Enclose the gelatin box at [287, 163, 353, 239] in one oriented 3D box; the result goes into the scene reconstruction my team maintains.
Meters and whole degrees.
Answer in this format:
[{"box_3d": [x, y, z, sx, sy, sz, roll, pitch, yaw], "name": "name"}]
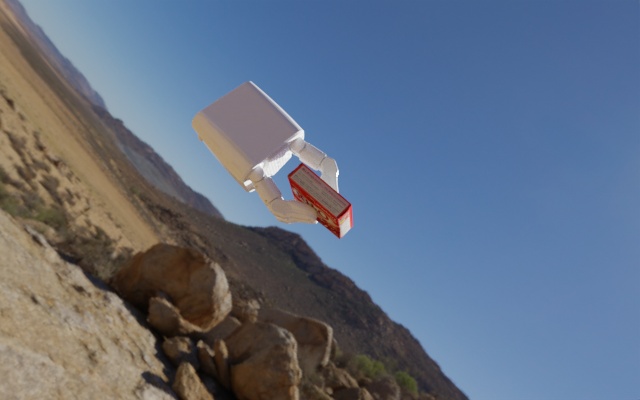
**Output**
[{"box_3d": [0.001, 0.002, 0.615, 0.089, 0.030, 0.073, 40, -15, 19], "name": "gelatin box"}]
